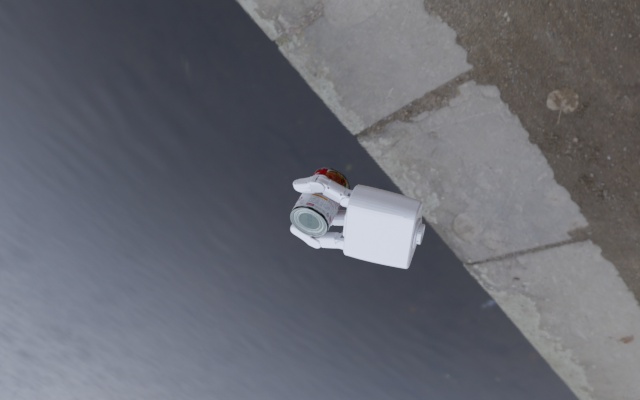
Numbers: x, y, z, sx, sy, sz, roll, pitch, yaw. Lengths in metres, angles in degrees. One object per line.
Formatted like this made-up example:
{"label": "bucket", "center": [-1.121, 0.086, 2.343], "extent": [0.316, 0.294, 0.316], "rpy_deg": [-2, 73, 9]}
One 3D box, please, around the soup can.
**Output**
{"label": "soup can", "center": [0.000, 0.003, 0.790], "extent": [0.068, 0.068, 0.102], "rpy_deg": [0, 41, 30]}
